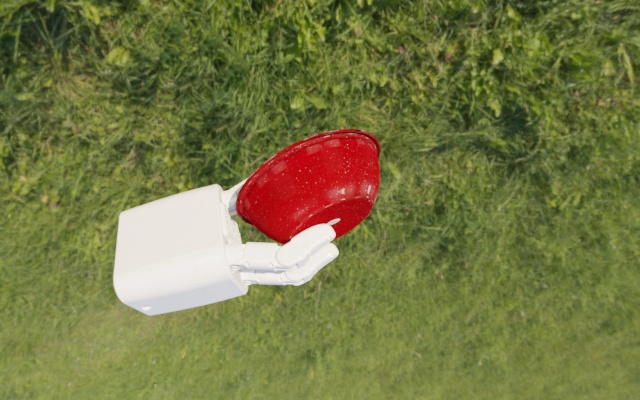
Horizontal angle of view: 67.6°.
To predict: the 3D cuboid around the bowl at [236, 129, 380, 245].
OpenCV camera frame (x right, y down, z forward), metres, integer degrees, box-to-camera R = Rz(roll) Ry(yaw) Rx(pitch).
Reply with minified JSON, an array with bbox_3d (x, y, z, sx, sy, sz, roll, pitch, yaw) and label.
[{"bbox_3d":[0.001,0.001,0.480,0.162,0.055,0.162,-23,-24,-11],"label":"bowl"}]
